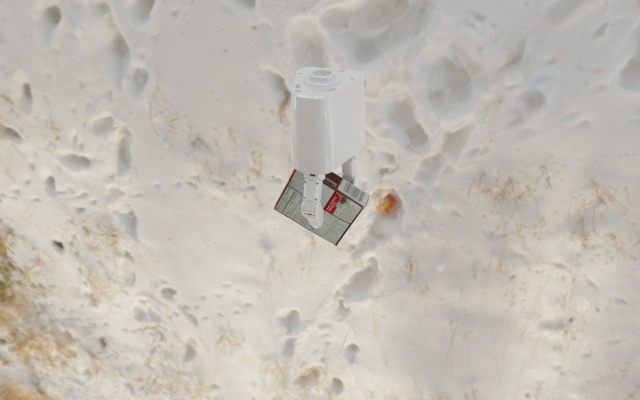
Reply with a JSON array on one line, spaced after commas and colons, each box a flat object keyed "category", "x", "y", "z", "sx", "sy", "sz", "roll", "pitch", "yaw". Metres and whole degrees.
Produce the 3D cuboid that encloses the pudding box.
[{"category": "pudding box", "x": 0.000, "y": 0.002, "z": 0.693, "sx": 0.113, "sy": 0.090, "sz": 0.039, "roll": 32, "pitch": 37, "yaw": -1}]
